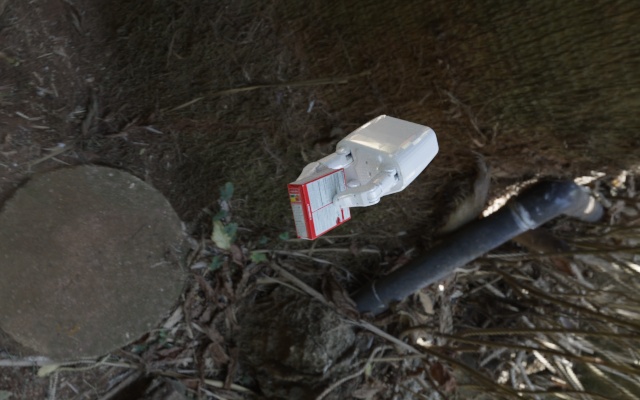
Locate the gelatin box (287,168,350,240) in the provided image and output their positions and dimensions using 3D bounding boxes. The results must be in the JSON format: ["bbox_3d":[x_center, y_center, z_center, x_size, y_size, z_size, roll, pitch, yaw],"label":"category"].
[{"bbox_3d":[0.000,0.002,0.630,0.030,0.073,0.089,3,19,40],"label":"gelatin box"}]
